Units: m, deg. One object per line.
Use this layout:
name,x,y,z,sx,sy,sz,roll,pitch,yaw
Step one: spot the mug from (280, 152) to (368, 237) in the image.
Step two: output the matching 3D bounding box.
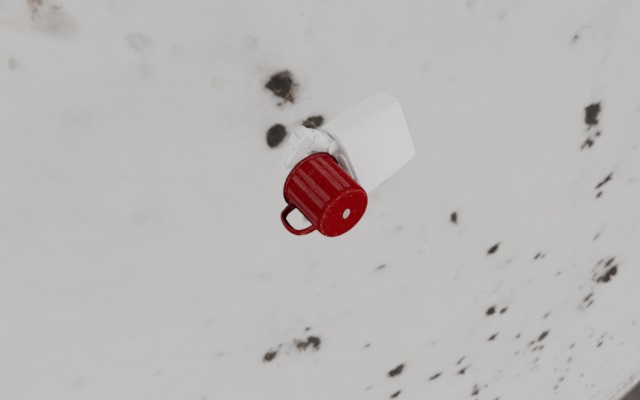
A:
mug,-0.001,0.003,0.638,0.081,0.117,0.093,45,-13,37
